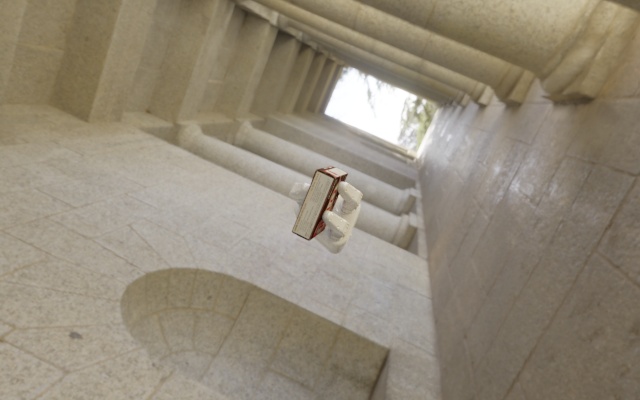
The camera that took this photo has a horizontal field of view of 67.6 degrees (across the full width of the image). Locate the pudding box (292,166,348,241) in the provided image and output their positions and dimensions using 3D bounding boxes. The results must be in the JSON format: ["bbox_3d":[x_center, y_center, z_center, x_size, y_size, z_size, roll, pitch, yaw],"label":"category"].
[{"bbox_3d":[0.000,0.002,0.778,0.039,0.113,0.090,23,13,10],"label":"pudding box"}]
